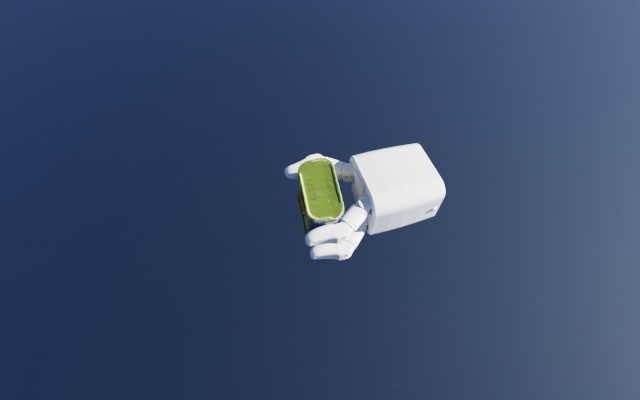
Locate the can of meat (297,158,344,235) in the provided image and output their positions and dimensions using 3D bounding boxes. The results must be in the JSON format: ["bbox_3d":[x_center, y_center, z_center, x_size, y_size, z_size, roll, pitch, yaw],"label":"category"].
[{"bbox_3d":[0.000,0.002,0.678,0.057,0.102,0.084,-11,-26,-6],"label":"can of meat"}]
